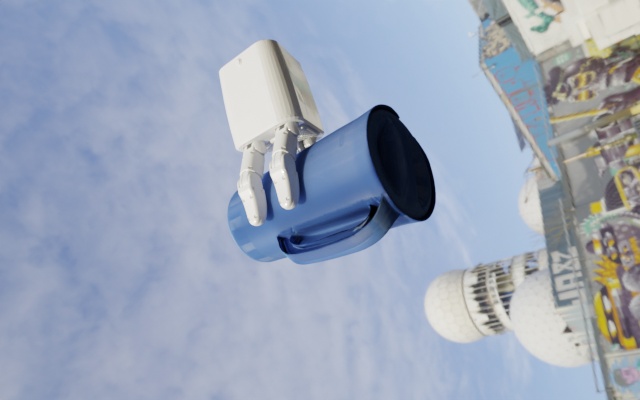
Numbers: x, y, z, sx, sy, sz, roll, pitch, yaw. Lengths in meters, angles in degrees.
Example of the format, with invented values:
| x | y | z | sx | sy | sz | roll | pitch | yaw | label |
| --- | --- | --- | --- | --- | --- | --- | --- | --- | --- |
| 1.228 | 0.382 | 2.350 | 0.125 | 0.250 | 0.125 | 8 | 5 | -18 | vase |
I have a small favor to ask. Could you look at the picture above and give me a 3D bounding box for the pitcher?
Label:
| x | y | z | sx | sy | sz | roll | pitch | yaw | label |
| --- | --- | --- | --- | --- | --- | --- | --- | --- | --- |
| 0.000 | 0.002 | 0.565 | 0.243 | 0.145 | 0.149 | -23 | -12 | 35 | pitcher |
